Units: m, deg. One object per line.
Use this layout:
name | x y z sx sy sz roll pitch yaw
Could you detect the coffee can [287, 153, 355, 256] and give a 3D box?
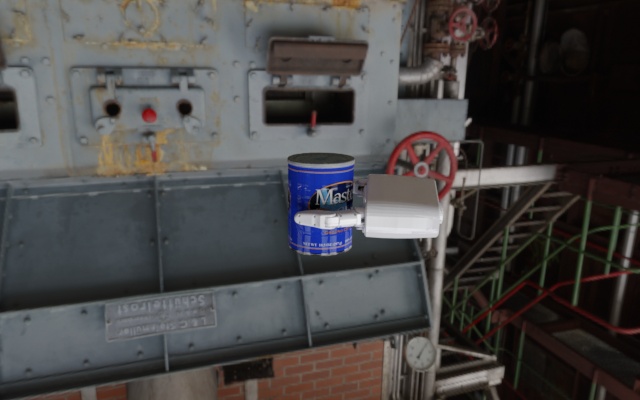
coffee can | 0.000 0.002 0.742 0.103 0.140 0.102 1 15 0
